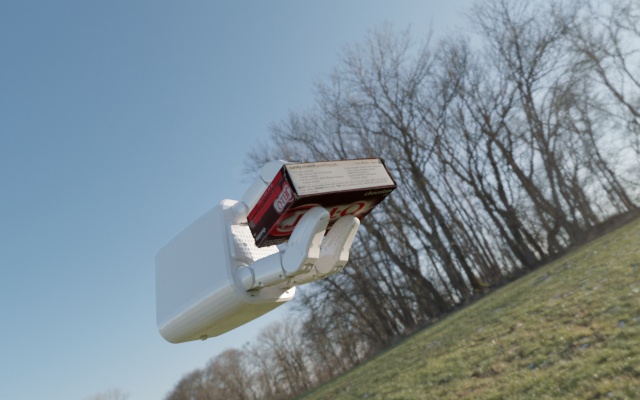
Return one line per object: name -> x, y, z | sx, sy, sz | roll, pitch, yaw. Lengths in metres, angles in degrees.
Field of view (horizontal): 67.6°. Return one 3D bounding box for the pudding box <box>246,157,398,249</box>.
pudding box -> 0.000, 0.001, 0.438 | 0.113, 0.039, 0.090 | -10, -24, -36
